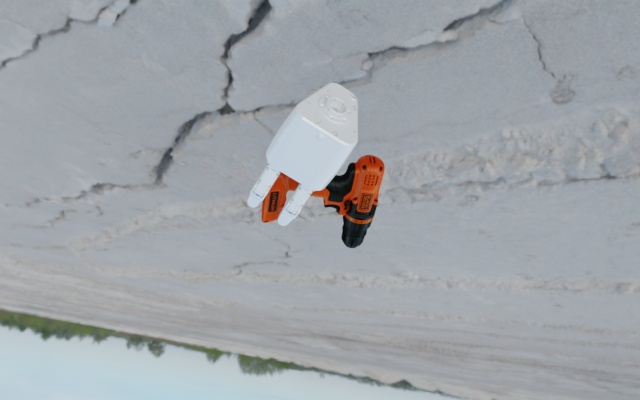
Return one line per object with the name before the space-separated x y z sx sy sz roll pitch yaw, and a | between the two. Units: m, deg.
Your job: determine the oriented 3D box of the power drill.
power drill | 0.000 0.002 0.779 0.187 0.185 0.057 3 37 -10
